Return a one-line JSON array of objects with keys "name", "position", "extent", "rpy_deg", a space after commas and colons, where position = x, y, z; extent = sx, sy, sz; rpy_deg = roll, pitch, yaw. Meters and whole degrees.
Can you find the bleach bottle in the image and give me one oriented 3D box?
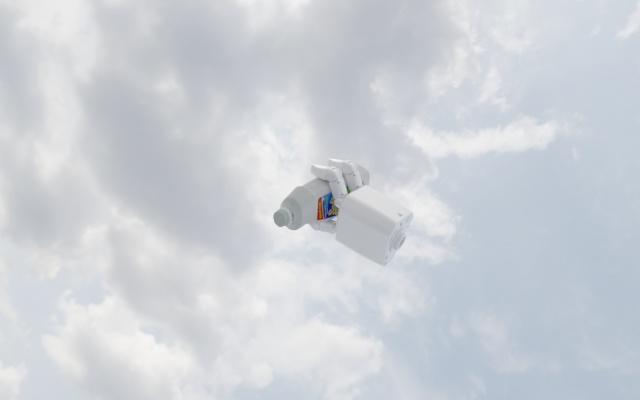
[{"name": "bleach bottle", "position": [0.000, 0.003, 0.888], "extent": [0.068, 0.103, 0.250], "rpy_deg": [29, 31, 24]}]
